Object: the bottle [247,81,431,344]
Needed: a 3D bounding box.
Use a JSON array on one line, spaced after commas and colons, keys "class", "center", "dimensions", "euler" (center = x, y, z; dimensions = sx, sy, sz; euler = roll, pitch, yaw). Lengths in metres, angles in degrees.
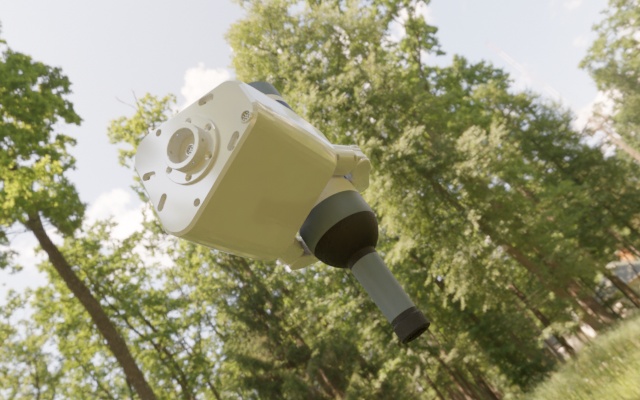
[{"class": "bottle", "center": [0.000, 0.001, 0.446], "dimensions": [0.069, 0.295, 0.069], "euler": [-26, -31, -17]}]
